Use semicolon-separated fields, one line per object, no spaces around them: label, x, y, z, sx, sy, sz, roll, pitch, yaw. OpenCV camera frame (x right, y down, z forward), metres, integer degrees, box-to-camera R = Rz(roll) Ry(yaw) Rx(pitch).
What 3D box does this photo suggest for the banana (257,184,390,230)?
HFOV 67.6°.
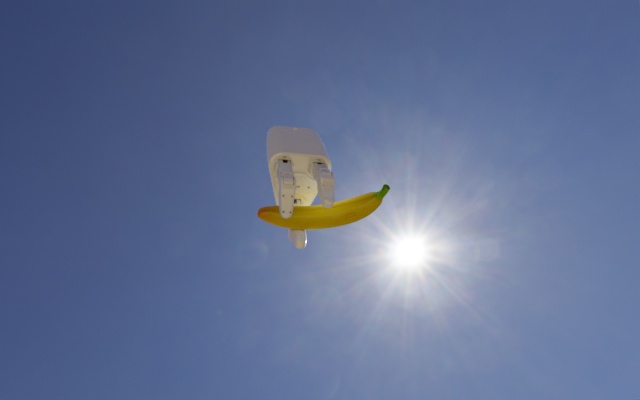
banana;0.007;0.014;0.721;0.198;0.037;0.070;-12;-45;4
